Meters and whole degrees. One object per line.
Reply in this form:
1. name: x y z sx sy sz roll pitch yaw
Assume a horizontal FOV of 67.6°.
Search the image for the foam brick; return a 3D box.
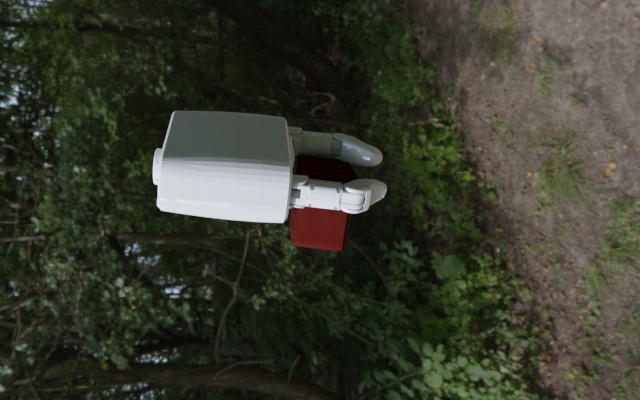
1. foam brick: 0.000 0.002 0.458 0.051 0.078 0.053 5 19 -10
